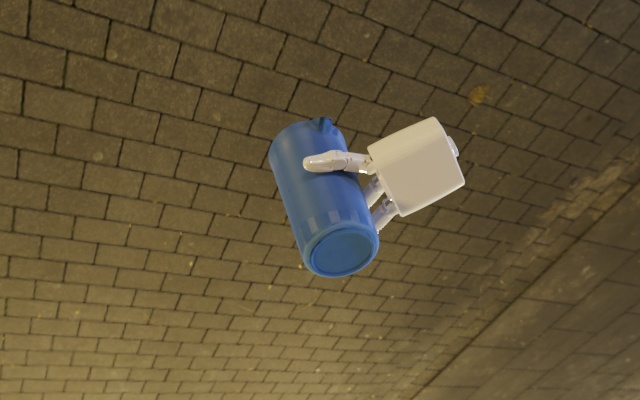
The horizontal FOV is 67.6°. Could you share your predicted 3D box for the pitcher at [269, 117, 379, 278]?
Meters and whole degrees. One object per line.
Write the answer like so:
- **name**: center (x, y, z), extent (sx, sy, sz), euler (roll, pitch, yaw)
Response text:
- **pitcher**: center (0.000, 0.002, 0.730), extent (0.145, 0.242, 0.149), euler (-25, -47, 6)
